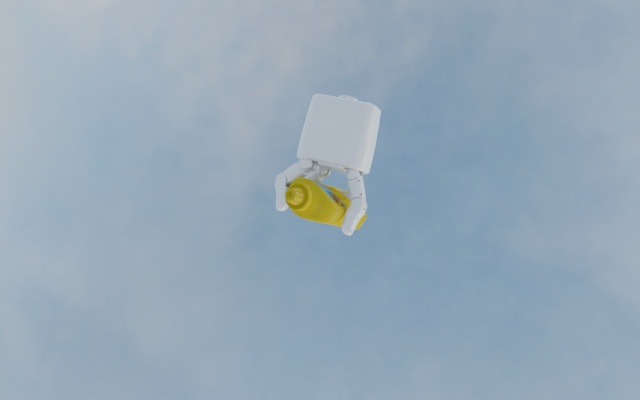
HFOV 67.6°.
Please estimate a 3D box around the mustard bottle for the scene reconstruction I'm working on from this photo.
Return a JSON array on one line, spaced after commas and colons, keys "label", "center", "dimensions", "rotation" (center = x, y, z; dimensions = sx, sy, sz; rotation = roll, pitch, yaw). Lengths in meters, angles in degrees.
[{"label": "mustard bottle", "center": [0.000, 0.003, 0.767], "dimensions": [0.096, 0.058, 0.191], "rotation": [40, 11, 26]}]
